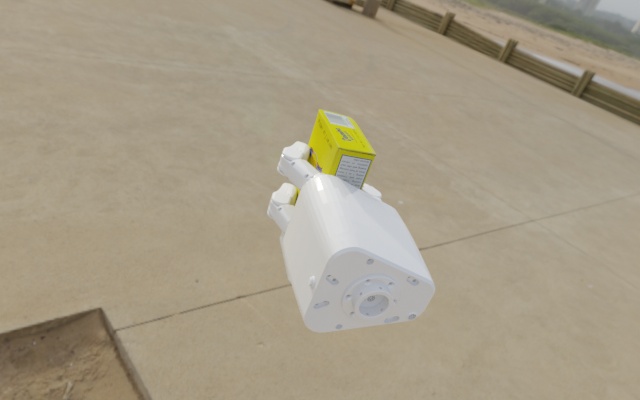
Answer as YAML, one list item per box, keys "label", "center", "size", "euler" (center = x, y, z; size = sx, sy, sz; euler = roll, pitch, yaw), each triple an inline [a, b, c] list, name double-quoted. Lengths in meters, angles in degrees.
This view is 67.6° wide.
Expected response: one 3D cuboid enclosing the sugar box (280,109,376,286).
- label: "sugar box"
  center: [0.000, 0.002, 0.519]
  size: [0.048, 0.176, 0.093]
  euler: [10, 30, -20]
